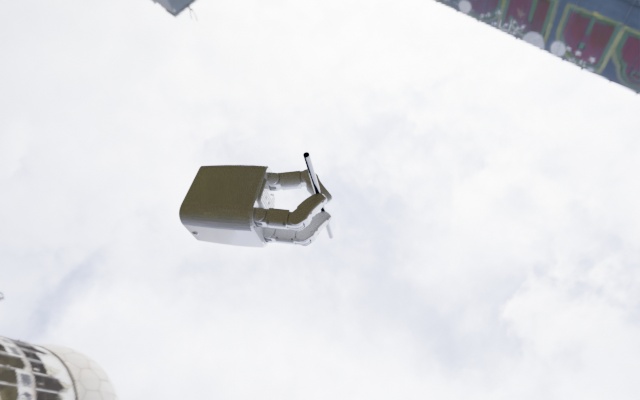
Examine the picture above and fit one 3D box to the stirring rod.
[{"bbox_3d":[0.000,0.002,0.662,0.011,0.011,0.240,0,-27,9],"label":"stirring rod"}]
